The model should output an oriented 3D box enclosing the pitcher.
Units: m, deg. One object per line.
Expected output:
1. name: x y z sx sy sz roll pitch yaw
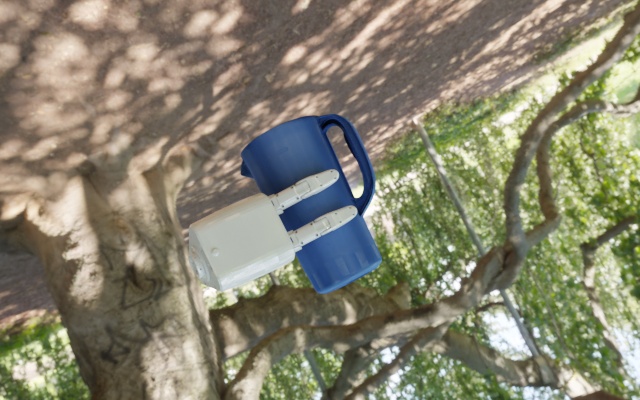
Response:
1. pitcher: 0.000 0.002 0.701 0.145 0.243 0.149 -23 -7 -29
